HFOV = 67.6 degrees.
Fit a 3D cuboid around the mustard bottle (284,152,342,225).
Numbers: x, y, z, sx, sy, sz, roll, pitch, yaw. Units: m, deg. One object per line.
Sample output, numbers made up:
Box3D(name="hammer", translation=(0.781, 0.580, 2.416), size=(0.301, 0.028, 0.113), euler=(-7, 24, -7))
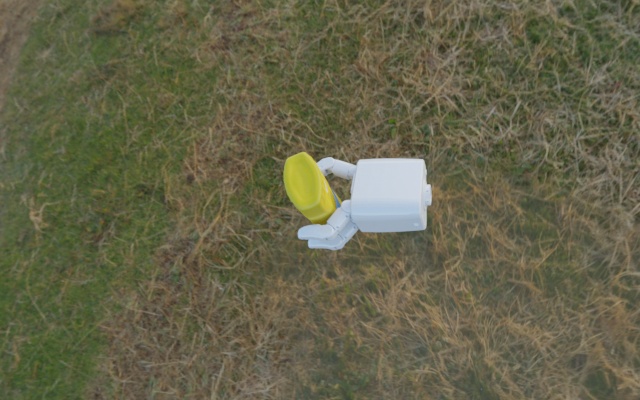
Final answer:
Box3D(name="mustard bottle", translation=(0.000, 0.003, 0.783), size=(0.058, 0.096, 0.192), euler=(-23, -26, 8))
